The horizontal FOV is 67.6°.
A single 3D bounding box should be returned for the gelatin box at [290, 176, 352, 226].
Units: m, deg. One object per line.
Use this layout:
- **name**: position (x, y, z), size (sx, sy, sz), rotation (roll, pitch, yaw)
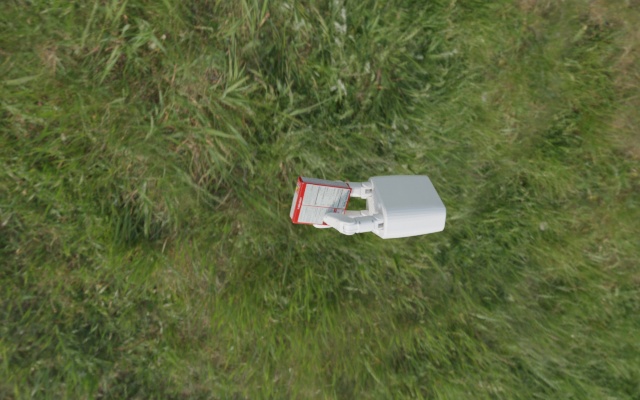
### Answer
- **gelatin box**: position (0.000, 0.003, 0.790), size (0.089, 0.073, 0.030), rotation (6, 24, -20)
